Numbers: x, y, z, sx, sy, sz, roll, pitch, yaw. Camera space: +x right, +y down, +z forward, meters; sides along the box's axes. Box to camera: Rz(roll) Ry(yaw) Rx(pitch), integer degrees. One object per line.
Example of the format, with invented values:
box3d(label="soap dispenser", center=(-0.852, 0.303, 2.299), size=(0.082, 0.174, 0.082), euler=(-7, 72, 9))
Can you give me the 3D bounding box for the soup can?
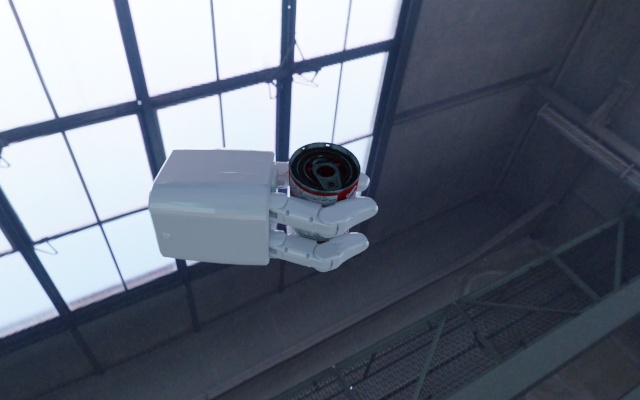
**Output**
box3d(label="soup can", center=(0.001, 0.002, 0.482), size=(0.068, 0.068, 0.102), euler=(0, -43, -6))
